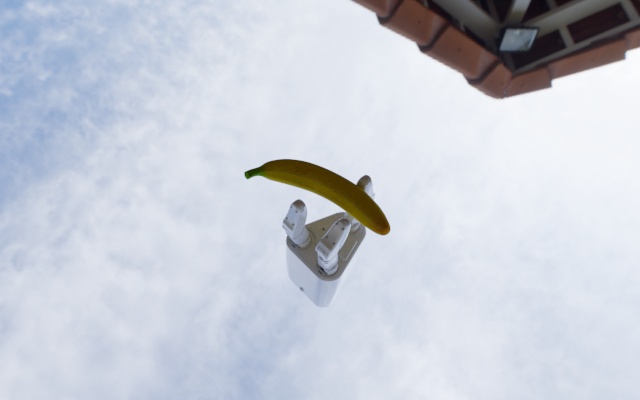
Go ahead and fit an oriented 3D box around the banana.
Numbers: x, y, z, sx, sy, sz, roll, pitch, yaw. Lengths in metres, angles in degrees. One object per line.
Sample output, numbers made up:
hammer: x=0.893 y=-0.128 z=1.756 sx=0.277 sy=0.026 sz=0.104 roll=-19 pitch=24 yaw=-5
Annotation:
banana: x=0.004 y=-0.012 z=0.621 sx=0.198 sy=0.069 sz=0.037 roll=21 pitch=-38 yaw=8
